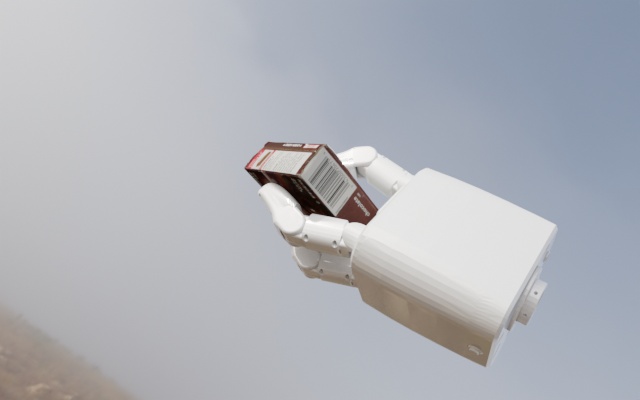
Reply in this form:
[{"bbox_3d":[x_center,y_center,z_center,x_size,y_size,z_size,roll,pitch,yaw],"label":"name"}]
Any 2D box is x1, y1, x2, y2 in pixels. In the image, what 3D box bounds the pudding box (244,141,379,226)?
[{"bbox_3d":[0.000,0.001,0.406,0.090,0.039,0.113,10,-35,54],"label":"pudding box"}]
